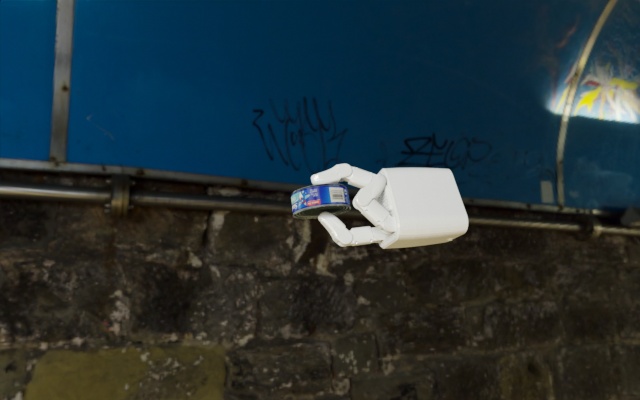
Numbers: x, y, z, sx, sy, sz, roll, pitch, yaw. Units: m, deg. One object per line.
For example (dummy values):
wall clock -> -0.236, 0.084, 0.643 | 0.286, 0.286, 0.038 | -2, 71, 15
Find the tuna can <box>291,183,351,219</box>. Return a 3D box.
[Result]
tuna can -> 0.000, 0.002, 0.699 | 0.086, 0.033, 0.086 | -7, -12, -2
